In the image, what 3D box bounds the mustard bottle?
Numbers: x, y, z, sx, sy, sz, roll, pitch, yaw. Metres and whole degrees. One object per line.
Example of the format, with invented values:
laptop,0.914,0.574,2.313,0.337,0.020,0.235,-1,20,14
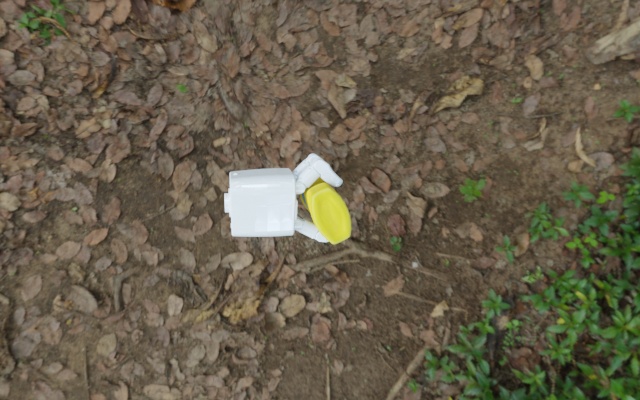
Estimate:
mustard bottle,0.001,0.003,0.837,0.058,0.096,0.191,-27,18,-4
